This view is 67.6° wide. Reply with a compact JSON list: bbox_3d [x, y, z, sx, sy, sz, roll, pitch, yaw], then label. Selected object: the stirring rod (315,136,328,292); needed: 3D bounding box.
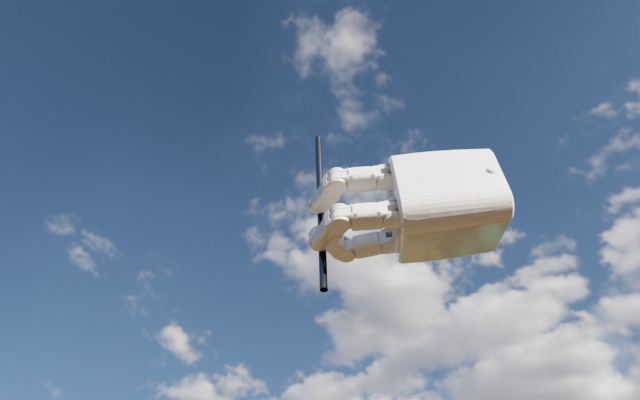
[{"bbox_3d":[0.000,0.002,0.539,0.011,0.011,0.239,0,44,-2],"label":"stirring rod"}]
